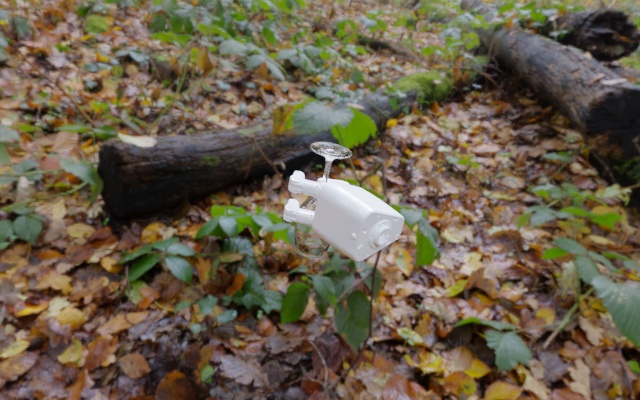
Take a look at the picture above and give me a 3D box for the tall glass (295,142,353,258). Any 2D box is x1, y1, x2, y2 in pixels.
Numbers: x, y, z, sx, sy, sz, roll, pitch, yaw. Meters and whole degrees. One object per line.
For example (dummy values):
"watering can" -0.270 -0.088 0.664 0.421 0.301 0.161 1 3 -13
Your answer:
"tall glass" 0.000 0.002 0.850 0.079 0.201 0.079 10 24 -5
